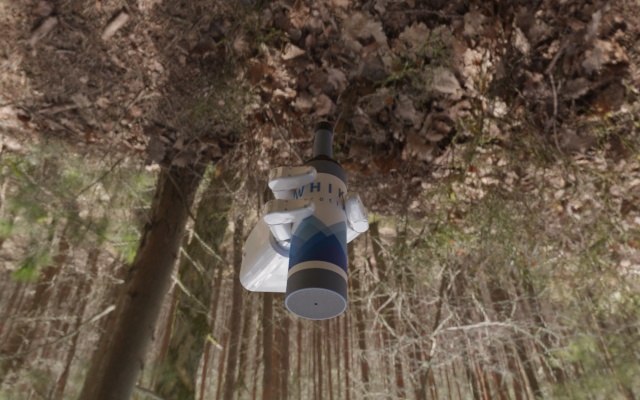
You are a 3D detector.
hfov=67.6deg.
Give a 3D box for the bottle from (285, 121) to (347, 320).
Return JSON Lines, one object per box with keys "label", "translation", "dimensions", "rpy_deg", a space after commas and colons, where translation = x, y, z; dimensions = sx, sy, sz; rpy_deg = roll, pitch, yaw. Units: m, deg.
{"label": "bottle", "translation": [0.000, 0.002, 0.605], "dimensions": [0.069, 0.295, 0.069], "rpy_deg": [1, -42, 1]}
